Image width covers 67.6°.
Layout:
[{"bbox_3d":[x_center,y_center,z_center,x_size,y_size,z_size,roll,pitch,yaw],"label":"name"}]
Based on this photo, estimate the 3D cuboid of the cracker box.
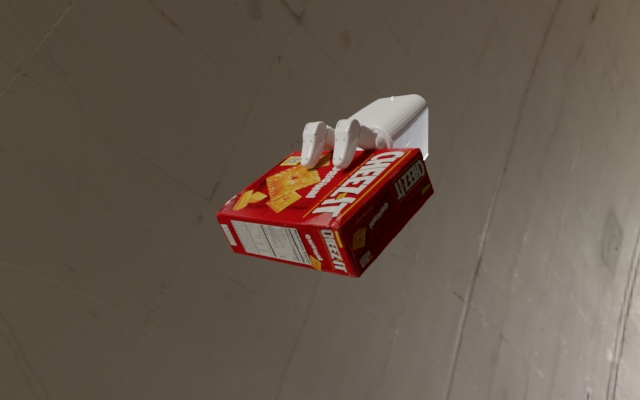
[{"bbox_3d":[0.000,0.002,0.579,0.213,0.072,0.164,3,36,45],"label":"cracker box"}]
